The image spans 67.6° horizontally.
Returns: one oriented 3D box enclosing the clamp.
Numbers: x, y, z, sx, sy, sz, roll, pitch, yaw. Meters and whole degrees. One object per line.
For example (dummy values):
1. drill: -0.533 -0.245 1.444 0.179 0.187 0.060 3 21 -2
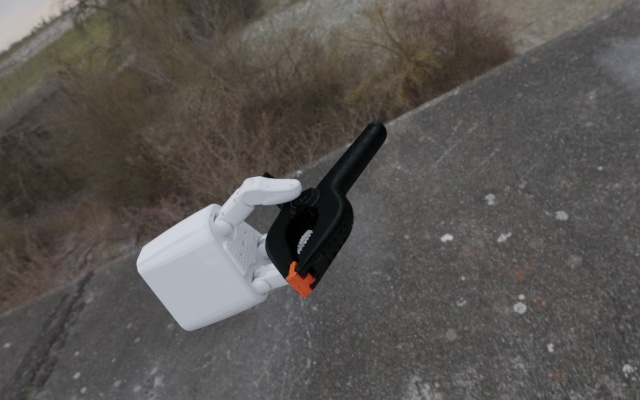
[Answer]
1. clamp: -0.001 0.001 0.477 0.164 0.036 0.209 -28 32 19
